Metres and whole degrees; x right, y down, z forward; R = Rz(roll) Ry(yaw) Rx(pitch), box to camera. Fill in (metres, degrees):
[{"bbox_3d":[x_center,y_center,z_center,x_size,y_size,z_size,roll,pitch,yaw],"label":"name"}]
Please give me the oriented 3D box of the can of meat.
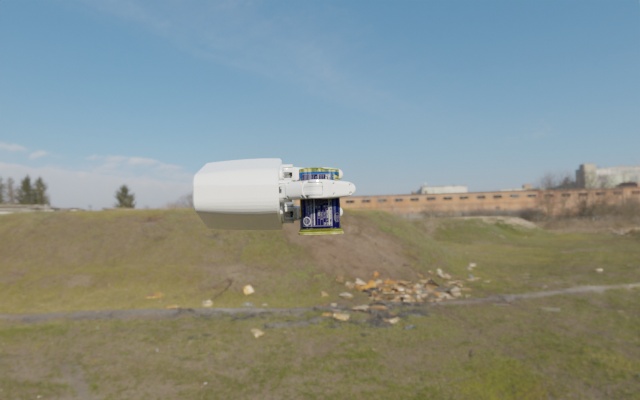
[{"bbox_3d":[0.000,0.002,0.634,0.057,0.084,0.102,-2,-2,2],"label":"can of meat"}]
